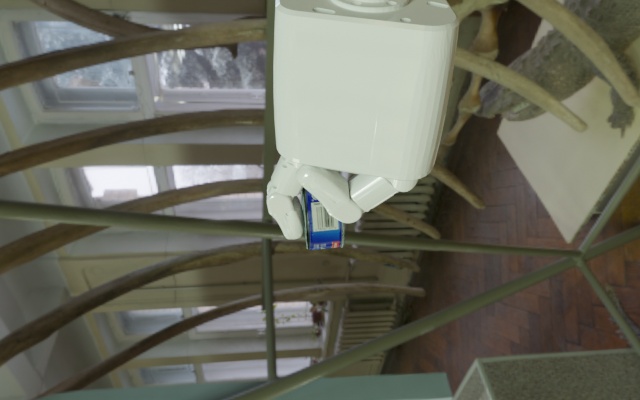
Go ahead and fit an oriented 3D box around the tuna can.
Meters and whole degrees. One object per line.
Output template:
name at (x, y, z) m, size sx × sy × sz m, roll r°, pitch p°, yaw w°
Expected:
tuna can at (-0.001, 0.002, 0.430) m, size 0.034 × 0.086 × 0.086 m, roll -5°, pitch 0°, yaw -3°
